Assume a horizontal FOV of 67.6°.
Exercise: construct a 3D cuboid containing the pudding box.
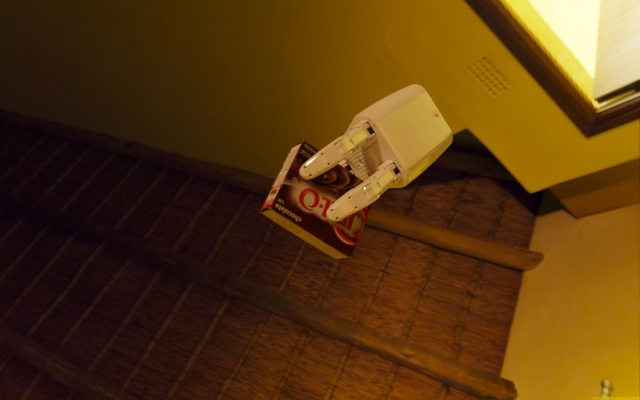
[{"bbox_3d":[0.000,0.002,0.537,0.113,0.090,0.039,32,-25,-18],"label":"pudding box"}]
